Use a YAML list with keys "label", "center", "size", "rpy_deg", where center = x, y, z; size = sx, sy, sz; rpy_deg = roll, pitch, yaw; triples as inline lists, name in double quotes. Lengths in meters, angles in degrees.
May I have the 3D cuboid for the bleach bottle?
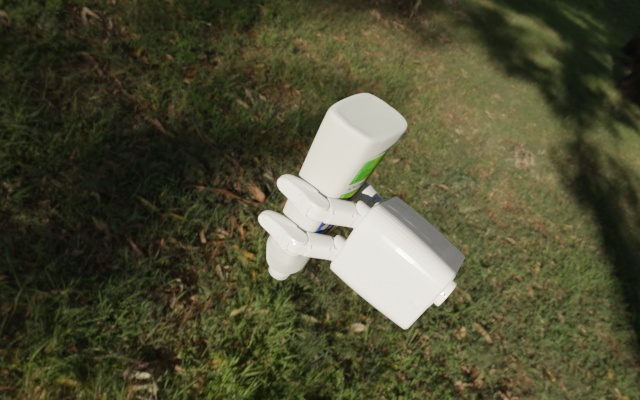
- label: "bleach bottle"
  center: [0.000, 0.002, 0.553]
  size: [0.068, 0.251, 0.102]
  rpy_deg: [40, 38, 14]
